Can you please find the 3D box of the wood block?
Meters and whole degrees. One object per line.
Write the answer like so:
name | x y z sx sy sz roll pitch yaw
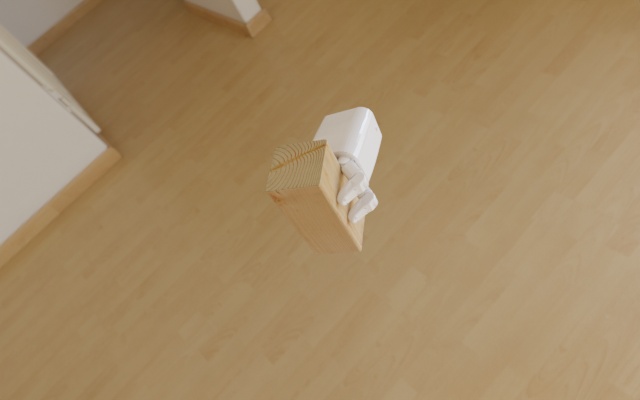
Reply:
wood block | 0.000 0.002 0.798 0.091 0.090 0.206 -6 -35 22
